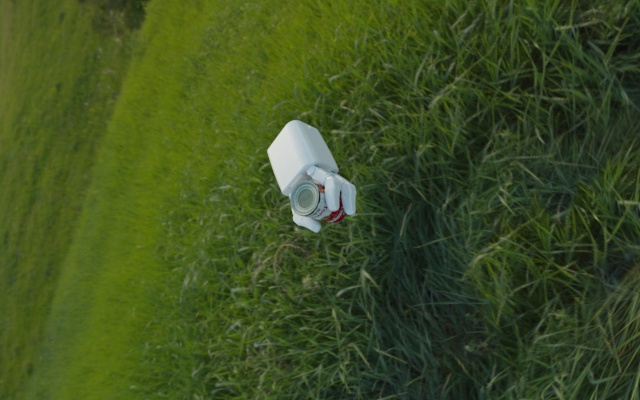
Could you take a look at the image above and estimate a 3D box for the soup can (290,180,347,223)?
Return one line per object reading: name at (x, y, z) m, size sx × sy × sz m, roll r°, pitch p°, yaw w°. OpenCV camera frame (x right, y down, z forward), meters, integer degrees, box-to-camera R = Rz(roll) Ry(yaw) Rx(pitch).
soup can at (0.000, 0.003, 0.893) m, size 0.068 × 0.068 × 0.102 m, roll 0°, pitch -9°, yaw 35°
